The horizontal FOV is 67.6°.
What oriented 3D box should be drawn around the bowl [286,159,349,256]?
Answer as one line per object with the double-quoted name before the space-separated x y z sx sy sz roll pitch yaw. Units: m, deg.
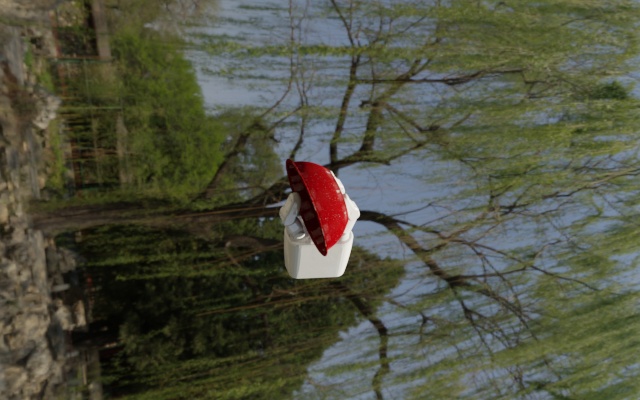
"bowl" 0.001 0.002 0.740 0.055 0.162 0.162 -22 4 -10
